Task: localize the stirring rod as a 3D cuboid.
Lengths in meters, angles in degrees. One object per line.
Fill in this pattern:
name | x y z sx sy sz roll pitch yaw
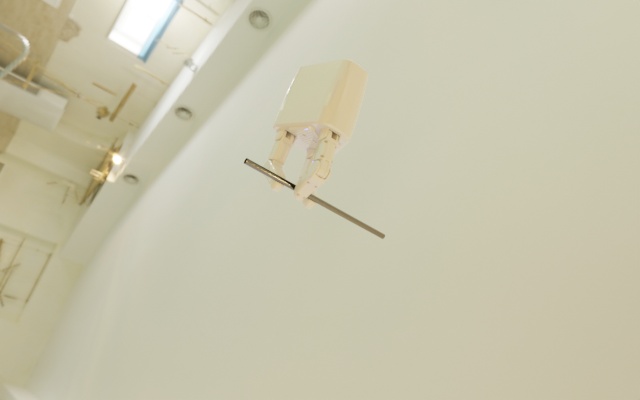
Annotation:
stirring rod | 0.000 0.002 0.646 0.239 0.011 0.011 29 -15 -29
